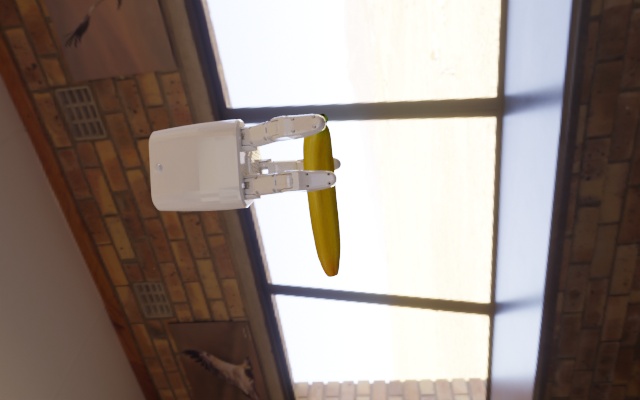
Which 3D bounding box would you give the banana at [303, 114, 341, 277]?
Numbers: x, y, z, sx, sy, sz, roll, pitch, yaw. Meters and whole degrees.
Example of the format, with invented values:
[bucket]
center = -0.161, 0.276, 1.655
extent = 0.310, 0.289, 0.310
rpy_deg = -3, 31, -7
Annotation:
[banana]
center = 0.001, -0.008, 0.562
extent = 0.037, 0.198, 0.069
rpy_deg = -4, 22, 5
